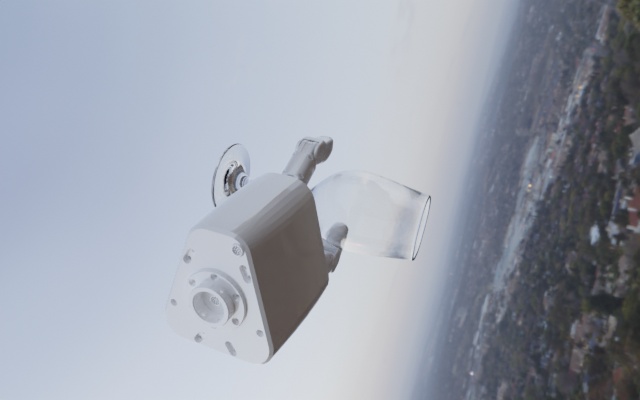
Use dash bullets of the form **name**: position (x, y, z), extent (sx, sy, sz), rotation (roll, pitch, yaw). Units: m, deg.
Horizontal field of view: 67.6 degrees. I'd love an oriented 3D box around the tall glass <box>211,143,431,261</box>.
- **tall glass**: position (-0.001, 0.001, 0.462), extent (0.201, 0.079, 0.079), rotation (14, 4, 17)
